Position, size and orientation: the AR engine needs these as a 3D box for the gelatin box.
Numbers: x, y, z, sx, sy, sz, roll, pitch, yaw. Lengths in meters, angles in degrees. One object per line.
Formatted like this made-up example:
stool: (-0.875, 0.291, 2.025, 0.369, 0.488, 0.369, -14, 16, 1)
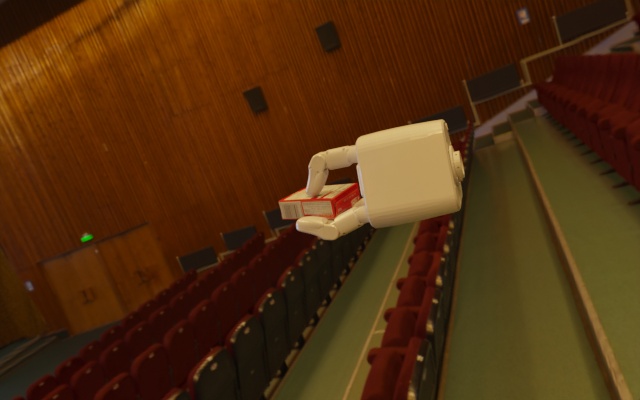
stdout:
gelatin box: (0.000, 0.002, 0.653, 0.089, 0.030, 0.073, -2, 16, 32)
